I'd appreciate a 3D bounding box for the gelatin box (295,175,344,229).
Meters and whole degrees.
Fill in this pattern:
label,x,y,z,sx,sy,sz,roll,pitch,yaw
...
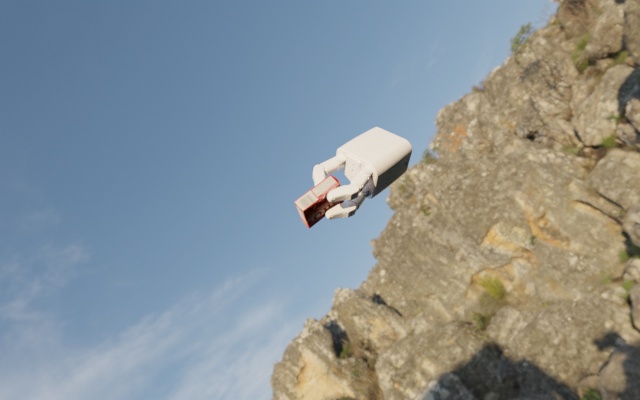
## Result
label,x,y,z,sx,sy,sz,roll,pitch,yaw
gelatin box,0.000,0.003,0.890,0.089,0.030,0.073,-37,-28,-11
